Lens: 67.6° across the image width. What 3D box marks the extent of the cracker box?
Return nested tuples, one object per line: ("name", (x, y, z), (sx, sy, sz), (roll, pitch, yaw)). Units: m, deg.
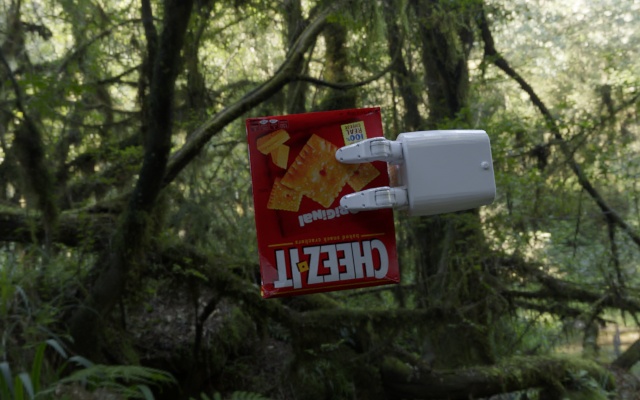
("cracker box", (0.000, 0.002, 0.580), (0.164, 0.213, 0.072), (-6, -4, -7))
